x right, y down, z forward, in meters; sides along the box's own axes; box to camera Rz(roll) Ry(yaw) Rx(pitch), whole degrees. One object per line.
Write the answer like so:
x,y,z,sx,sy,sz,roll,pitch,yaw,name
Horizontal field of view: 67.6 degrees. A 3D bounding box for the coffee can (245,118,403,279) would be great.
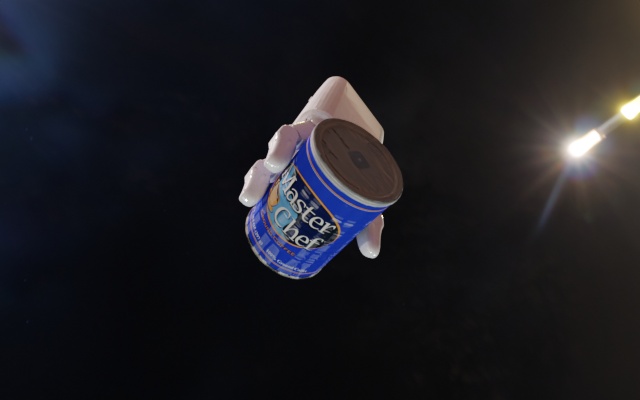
0.000,0.002,0.486,0.103,0.102,0.140,0,-36,-41,coffee can
